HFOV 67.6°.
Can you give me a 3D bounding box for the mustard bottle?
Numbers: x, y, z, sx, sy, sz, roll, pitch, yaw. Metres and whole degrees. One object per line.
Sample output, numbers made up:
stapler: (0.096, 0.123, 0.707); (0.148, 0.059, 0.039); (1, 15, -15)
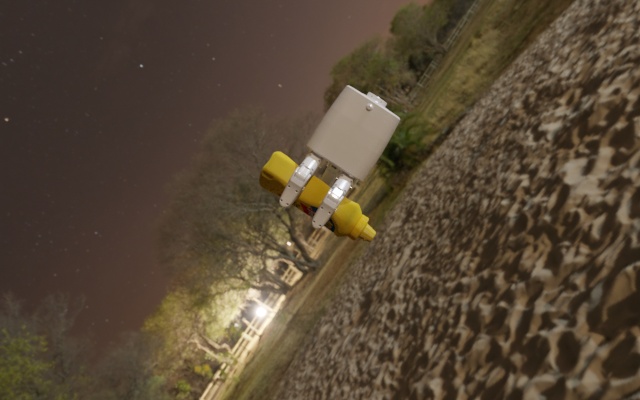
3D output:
mustard bottle: (0.000, 0.003, 0.724); (0.191, 0.058, 0.096); (33, -14, 2)
